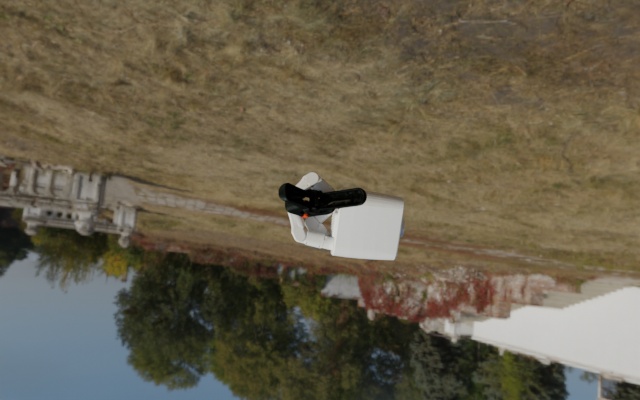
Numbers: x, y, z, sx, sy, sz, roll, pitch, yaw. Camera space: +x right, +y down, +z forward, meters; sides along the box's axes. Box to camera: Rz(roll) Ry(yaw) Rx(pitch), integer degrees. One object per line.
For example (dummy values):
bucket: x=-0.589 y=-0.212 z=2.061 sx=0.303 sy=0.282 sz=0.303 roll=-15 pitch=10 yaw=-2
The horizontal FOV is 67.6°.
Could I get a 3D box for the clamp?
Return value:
clamp: x=0.000 y=0.003 z=0.709 sx=0.120 sy=0.039 sz=0.171 roll=8 pitch=-7 yaw=-2
